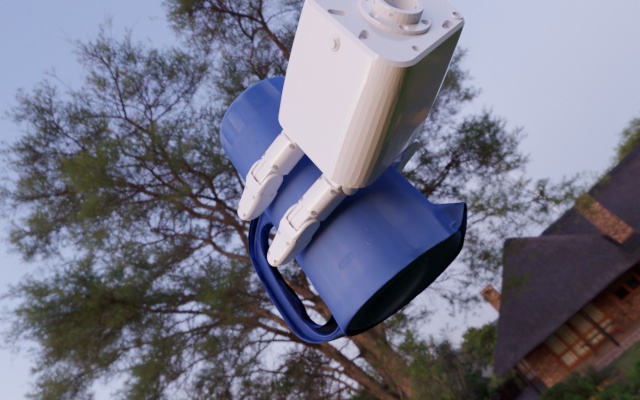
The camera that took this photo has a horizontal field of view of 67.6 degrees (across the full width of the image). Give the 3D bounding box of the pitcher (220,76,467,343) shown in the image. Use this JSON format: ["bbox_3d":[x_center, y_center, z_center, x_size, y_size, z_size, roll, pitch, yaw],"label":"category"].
[{"bbox_3d":[0.000,0.001,0.453,0.149,0.242,0.145,-25,-29,-30],"label":"pitcher"}]
